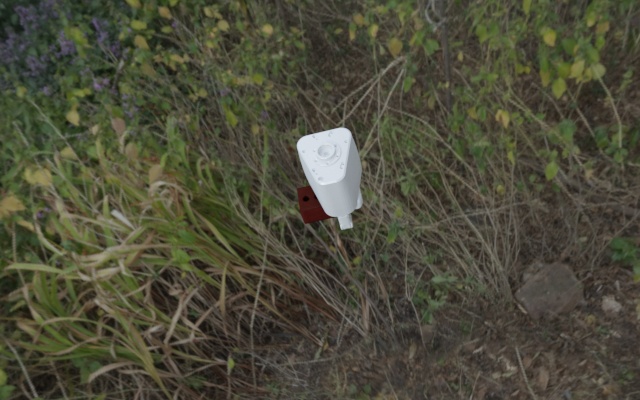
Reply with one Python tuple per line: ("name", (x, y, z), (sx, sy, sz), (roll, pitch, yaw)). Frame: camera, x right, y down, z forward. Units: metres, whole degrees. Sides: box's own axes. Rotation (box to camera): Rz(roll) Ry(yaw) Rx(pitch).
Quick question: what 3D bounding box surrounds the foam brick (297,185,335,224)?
("foam brick", (0.000, 0.003, 0.887), (0.078, 0.053, 0.051), (-13, -31, 6))
